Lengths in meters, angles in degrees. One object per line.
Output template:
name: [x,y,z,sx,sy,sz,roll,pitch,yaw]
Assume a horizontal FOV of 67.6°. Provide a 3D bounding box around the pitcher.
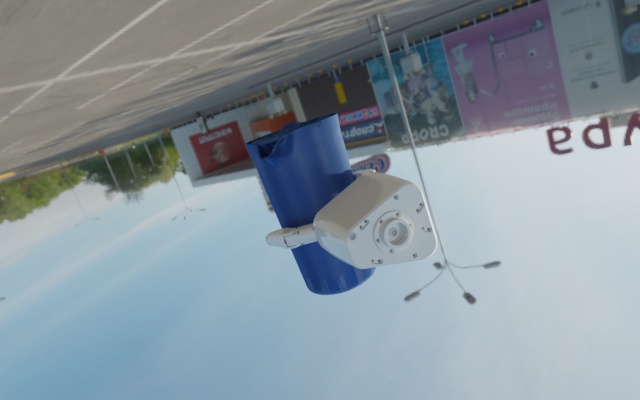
pitcher: [0.000,0.002,0.691,0.149,0.243,0.145,-22,13,-16]
